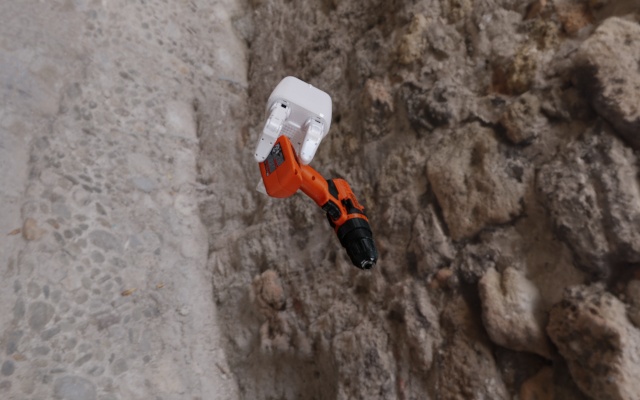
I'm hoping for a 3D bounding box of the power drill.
[{"bbox_3d":[0.000,0.002,0.686,0.188,0.057,0.184,38,18,-37],"label":"power drill"}]
